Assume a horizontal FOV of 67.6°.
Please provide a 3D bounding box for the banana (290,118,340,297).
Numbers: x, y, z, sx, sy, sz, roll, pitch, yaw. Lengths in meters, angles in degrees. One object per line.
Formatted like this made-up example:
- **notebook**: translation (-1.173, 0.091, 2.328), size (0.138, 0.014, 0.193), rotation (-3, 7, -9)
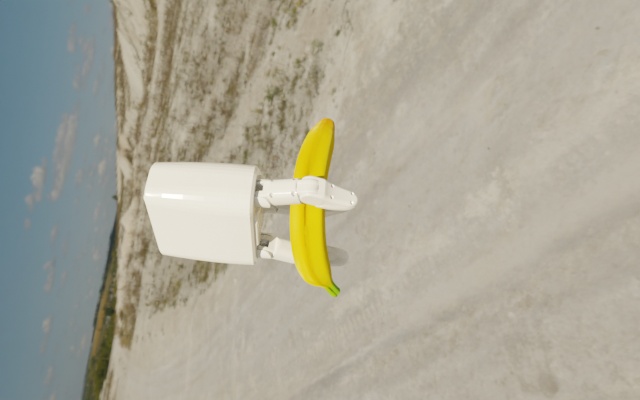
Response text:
- **banana**: translation (-0.007, 0.003, 0.504), size (0.037, 0.198, 0.069), rotation (-2, -6, 21)
